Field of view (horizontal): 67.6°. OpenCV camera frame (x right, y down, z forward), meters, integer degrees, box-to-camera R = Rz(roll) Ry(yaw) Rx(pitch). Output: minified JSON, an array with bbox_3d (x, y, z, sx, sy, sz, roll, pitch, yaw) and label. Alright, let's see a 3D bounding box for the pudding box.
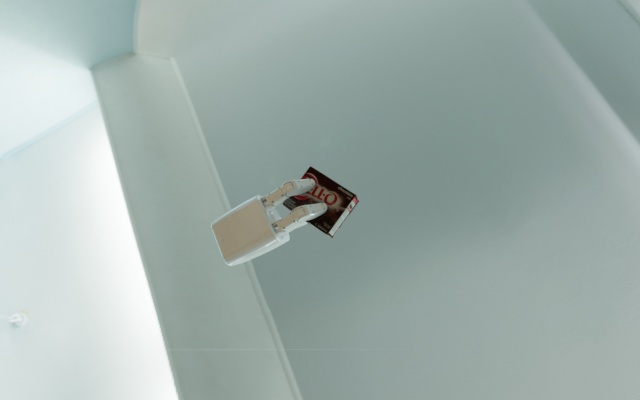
[{"bbox_3d":[0.000,0.003,0.879,0.113,0.090,0.039,33,-6,22],"label":"pudding box"}]
